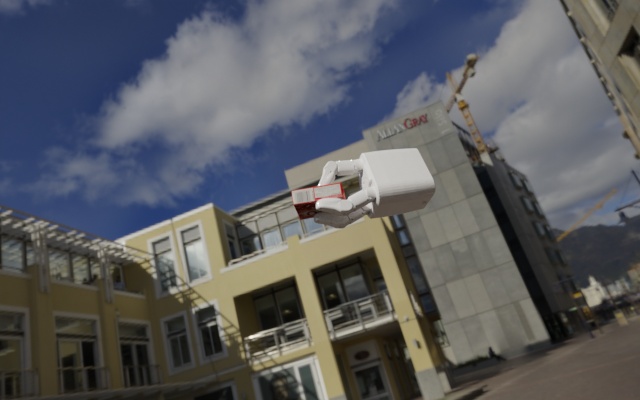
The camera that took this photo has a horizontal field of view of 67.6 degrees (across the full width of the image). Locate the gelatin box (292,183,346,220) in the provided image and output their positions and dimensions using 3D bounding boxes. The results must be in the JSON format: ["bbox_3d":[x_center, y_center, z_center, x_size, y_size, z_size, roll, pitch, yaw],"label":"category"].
[{"bbox_3d":[0.000,0.002,0.833,0.089,0.030,0.073,-9,-24,4],"label":"gelatin box"}]
